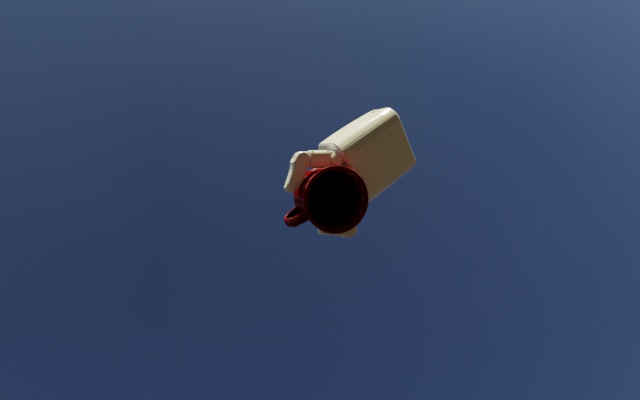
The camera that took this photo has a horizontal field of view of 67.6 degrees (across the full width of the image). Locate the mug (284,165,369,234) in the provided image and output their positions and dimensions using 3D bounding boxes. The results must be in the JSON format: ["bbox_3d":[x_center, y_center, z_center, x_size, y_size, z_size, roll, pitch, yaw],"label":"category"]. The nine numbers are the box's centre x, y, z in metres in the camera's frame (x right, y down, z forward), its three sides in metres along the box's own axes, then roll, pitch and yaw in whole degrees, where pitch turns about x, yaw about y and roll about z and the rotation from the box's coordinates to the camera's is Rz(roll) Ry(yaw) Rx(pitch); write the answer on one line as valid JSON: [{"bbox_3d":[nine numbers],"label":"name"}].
[{"bbox_3d":[-0.001,0.003,0.676,0.117,0.093,0.081,-35,14,-12],"label":"mug"}]
